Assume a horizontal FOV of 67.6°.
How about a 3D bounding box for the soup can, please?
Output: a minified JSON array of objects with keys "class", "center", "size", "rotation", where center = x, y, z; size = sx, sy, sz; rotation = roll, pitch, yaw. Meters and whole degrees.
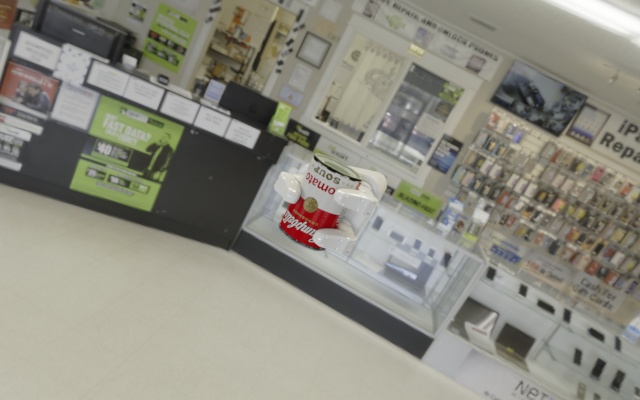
[{"class":"soup can","center":[0.000,0.002,0.589],"size":[0.068,0.102,0.068],"rotation":[26,15,-7]}]
